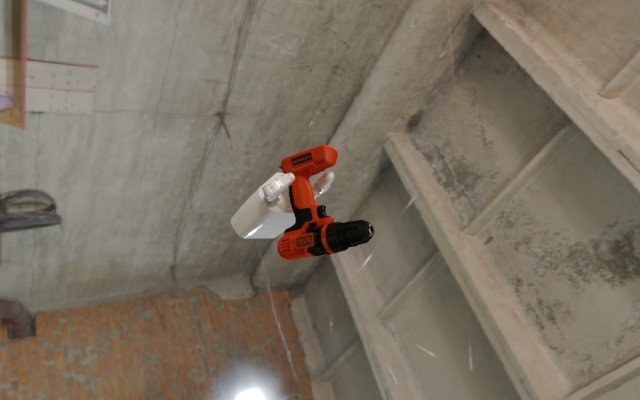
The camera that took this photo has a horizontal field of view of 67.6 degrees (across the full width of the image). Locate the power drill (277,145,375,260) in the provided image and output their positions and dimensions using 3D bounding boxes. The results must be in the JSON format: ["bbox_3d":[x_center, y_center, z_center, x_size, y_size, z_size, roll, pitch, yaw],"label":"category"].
[{"bbox_3d":[0.000,0.002,0.830,0.184,0.187,0.057,-15,-20,29],"label":"power drill"}]
